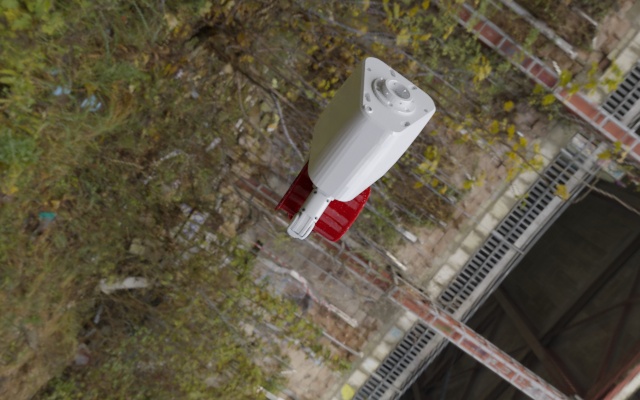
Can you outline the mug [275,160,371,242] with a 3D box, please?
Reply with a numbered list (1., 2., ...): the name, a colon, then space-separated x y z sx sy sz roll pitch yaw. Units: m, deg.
1. mug: 0.000 0.003 0.576 0.081 0.093 0.117 34 -45 -4
